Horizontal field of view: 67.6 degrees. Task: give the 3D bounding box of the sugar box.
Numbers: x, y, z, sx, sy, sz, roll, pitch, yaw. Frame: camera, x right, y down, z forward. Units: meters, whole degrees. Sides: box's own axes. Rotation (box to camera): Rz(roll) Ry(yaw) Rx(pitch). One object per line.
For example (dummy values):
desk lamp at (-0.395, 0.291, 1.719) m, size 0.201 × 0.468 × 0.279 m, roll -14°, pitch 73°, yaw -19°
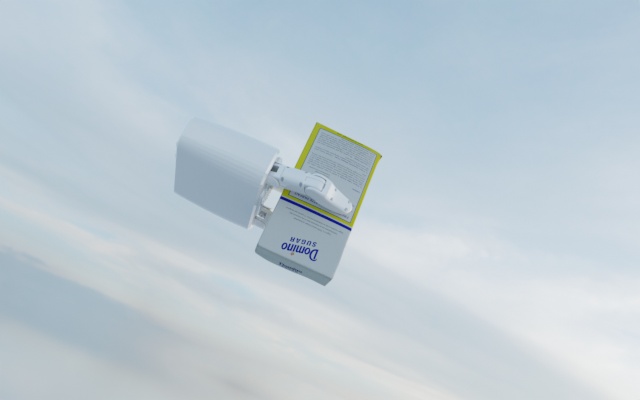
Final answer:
sugar box at (0.000, 0.002, 0.567) m, size 0.093 × 0.176 × 0.048 m, roll 26°, pitch -23°, yaw -2°
